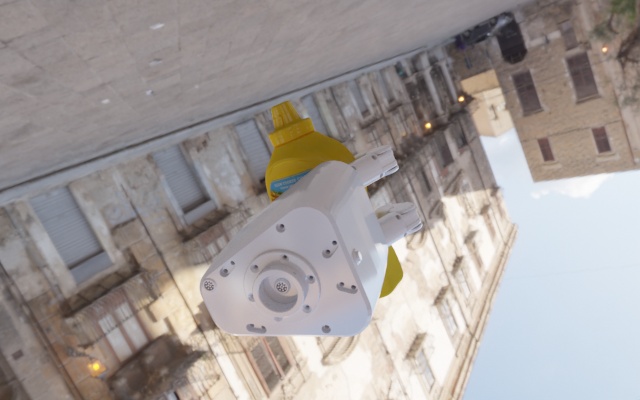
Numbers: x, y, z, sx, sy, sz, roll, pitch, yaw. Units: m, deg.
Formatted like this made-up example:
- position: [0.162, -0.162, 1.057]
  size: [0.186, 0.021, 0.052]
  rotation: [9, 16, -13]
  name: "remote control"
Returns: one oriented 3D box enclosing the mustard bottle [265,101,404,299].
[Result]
- position: [0.000, 0.002, 0.440]
  size: [0.096, 0.192, 0.058]
  rotation: [-14, 14, 40]
  name: "mustard bottle"
